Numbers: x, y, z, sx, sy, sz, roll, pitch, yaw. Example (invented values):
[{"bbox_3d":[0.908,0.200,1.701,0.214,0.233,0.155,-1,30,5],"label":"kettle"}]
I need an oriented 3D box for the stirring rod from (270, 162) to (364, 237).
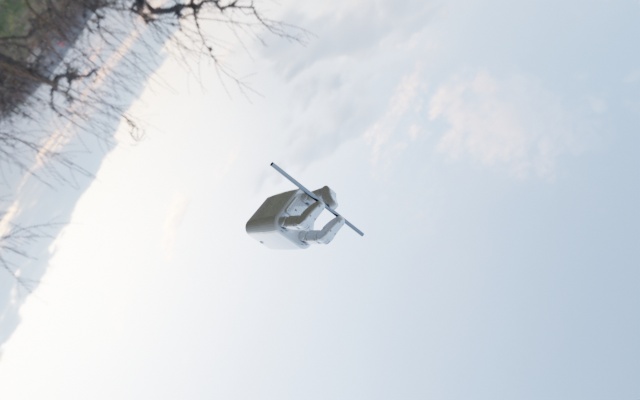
[{"bbox_3d":[0.000,0.003,0.842,0.240,0.011,0.011,38,-23,-33],"label":"stirring rod"}]
